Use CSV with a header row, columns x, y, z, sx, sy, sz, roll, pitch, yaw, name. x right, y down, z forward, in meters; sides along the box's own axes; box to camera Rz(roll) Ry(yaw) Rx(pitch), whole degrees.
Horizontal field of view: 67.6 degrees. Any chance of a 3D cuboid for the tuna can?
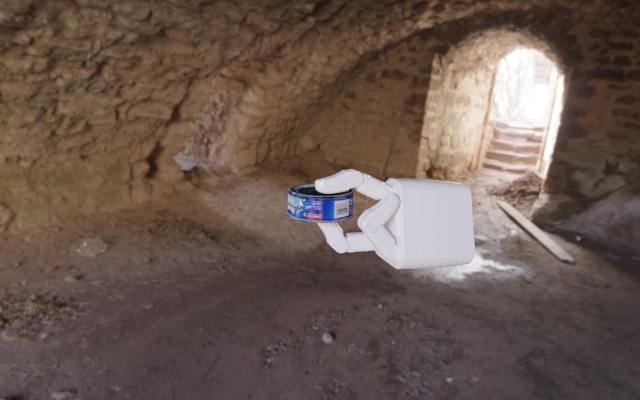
x,y,z,sx,sy,sz,roll,pitch,yaw,name
0.000,0.001,0.618,0.086,0.034,0.086,1,13,0,tuna can
